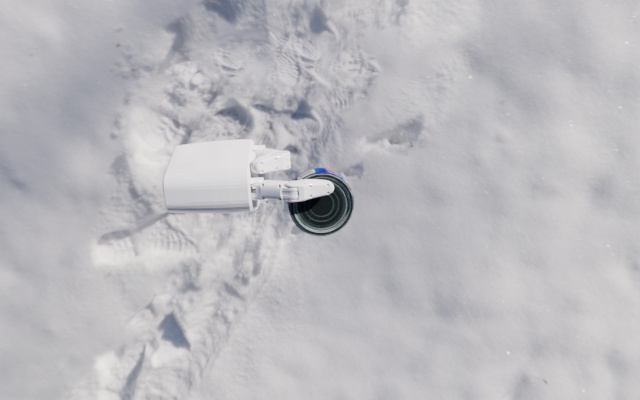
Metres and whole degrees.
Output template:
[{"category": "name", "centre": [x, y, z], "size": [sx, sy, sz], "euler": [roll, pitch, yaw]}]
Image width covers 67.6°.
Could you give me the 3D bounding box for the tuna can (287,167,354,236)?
[{"category": "tuna can", "centre": [0.000, 0.002, 0.617], "size": [0.086, 0.086, 0.033], "euler": [0, 15, -6]}]
